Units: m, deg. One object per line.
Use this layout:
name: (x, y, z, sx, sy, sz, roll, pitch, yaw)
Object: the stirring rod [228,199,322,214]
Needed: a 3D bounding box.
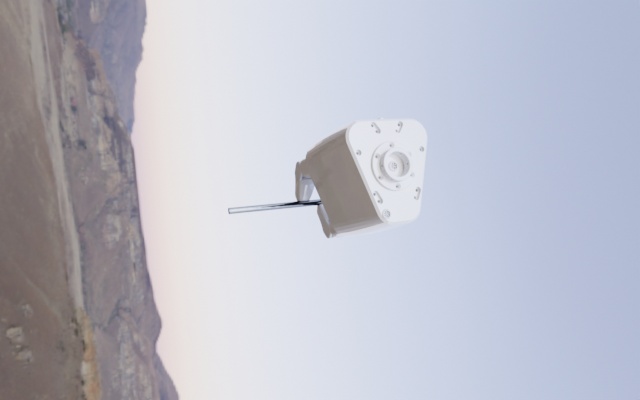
stirring rod: (0.000, 0.002, 0.621, 0.239, 0.011, 0.011, -6, 2, -22)
